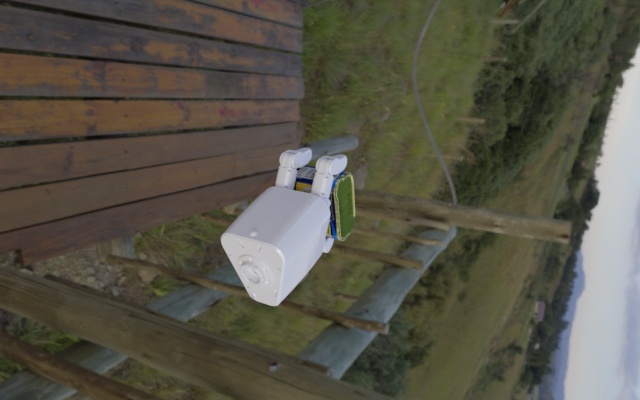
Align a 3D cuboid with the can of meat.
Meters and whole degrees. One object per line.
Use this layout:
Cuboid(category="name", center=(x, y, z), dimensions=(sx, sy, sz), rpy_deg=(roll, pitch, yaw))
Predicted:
Cuboid(category="can of meat", center=(0.000, 0.002, 0.671), dimensions=(0.084, 0.102, 0.057), rpy_deg=(11, 34, 27))
